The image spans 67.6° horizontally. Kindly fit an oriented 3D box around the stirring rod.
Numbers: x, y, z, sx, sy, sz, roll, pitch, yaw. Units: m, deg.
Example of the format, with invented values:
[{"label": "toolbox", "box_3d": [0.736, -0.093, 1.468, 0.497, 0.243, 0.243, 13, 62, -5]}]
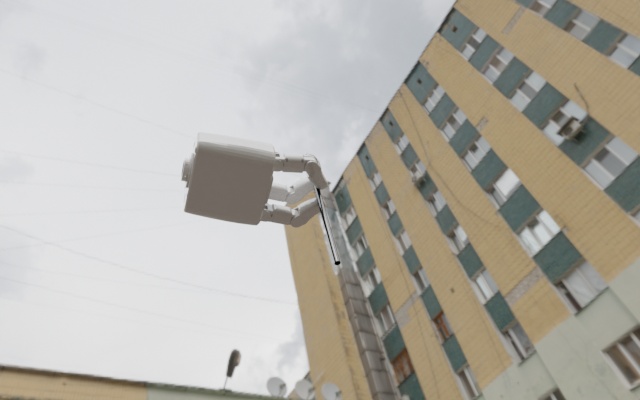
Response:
[{"label": "stirring rod", "box_3d": [0.000, 0.002, 0.681, 0.011, 0.011, 0.239, 0, 39, -13]}]
